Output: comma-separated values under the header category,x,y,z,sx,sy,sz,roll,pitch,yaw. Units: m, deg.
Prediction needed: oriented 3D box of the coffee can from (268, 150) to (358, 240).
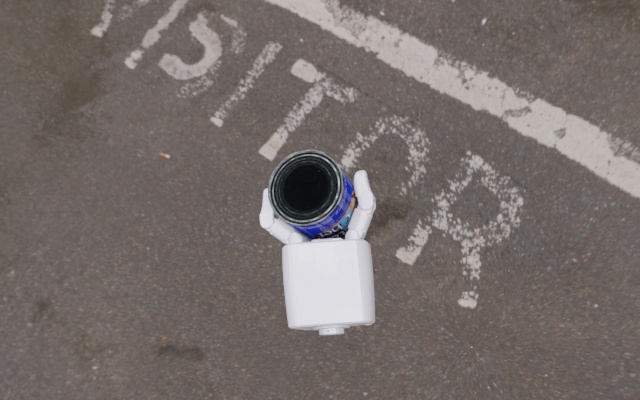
category,x,y,z,sx,sy,sz,roll,pitch,yaw
coffee can,0.000,0.002,0.669,0.103,0.102,0.140,0,-16,18
